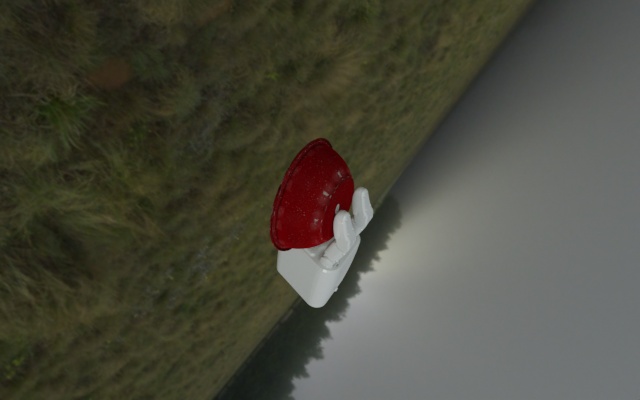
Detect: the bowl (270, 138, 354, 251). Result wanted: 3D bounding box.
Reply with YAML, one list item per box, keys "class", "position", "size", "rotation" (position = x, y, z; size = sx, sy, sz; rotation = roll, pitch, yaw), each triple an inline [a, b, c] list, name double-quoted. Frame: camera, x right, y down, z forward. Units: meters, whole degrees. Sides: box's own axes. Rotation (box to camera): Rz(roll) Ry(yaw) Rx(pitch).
- class: "bowl"
  position: [0.000, 0.001, 0.630]
  size: [0.055, 0.162, 0.162]
  rotation: [22, 8, 21]
